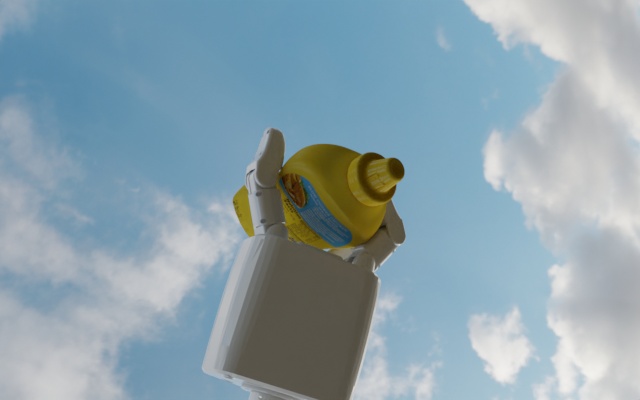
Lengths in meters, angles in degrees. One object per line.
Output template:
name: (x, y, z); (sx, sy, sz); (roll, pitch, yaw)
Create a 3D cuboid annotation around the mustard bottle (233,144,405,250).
mustard bottle: (0.000, 0.001, 0.419); (0.192, 0.096, 0.058); (-24, 19, 52)
